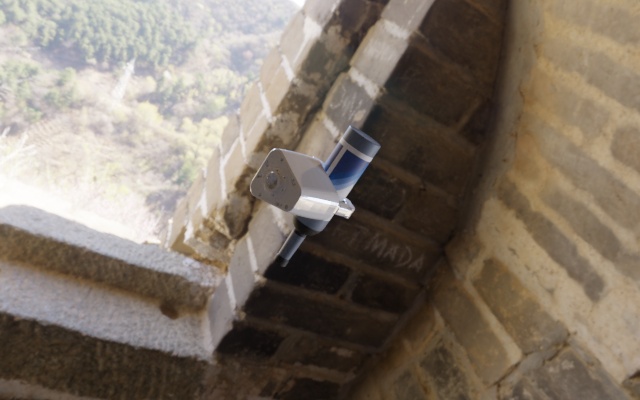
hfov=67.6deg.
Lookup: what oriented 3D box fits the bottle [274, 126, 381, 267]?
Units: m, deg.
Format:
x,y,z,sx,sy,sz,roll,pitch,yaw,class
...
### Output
x,y,z,sx,sy,sz,roll,pitch,yaw,class
0.000,0.003,0.886,0.069,0.296,0.069,31,16,-10,bottle
